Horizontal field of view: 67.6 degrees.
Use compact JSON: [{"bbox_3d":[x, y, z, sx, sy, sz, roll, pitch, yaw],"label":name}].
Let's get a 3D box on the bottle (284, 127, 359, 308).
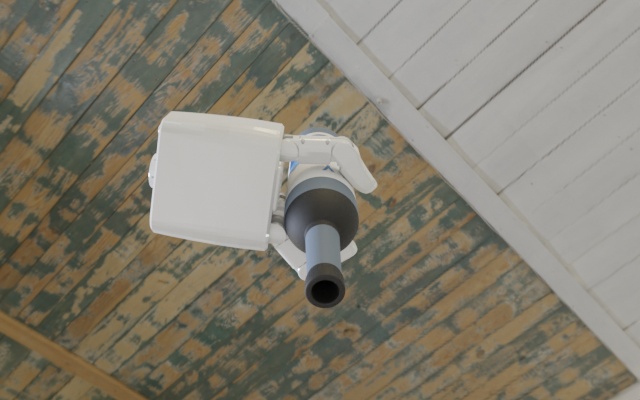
[{"bbox_3d":[0.000,0.001,0.454,0.069,0.069,0.295,0,24,-1],"label":"bottle"}]
